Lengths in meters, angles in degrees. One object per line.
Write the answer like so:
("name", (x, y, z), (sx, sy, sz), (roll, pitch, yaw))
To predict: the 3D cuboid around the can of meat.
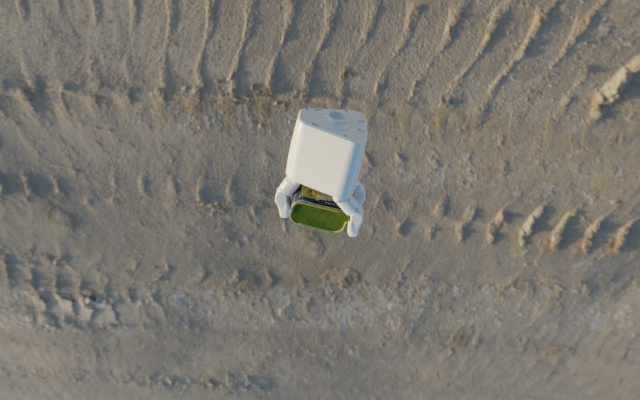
("can of meat", (0.000, 0.003, 0.808), (0.102, 0.057, 0.084), (13, 39, -6))
